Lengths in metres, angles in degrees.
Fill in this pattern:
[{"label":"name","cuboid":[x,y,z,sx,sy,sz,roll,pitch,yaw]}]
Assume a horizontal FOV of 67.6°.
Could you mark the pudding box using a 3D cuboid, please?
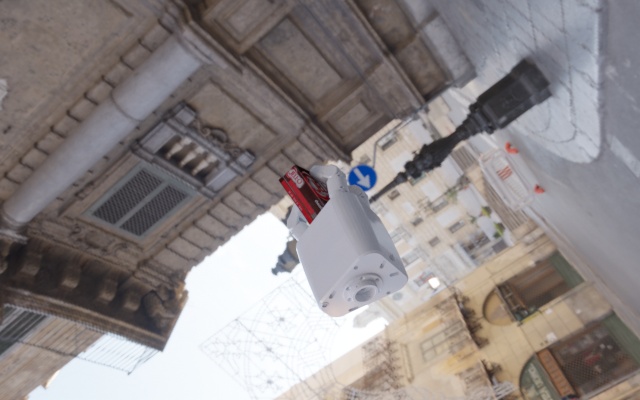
[{"label":"pudding box","cuboid":[0.000,0.002,0.680,0.039,0.090,0.113,-40,-23,12]}]
